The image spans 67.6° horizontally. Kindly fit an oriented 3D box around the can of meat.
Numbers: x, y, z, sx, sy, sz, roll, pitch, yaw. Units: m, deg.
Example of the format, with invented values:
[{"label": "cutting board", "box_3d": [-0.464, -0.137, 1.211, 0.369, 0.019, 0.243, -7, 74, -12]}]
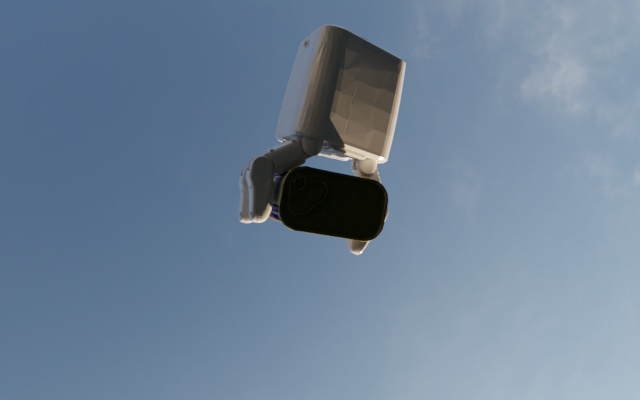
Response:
[{"label": "can of meat", "box_3d": [0.000, 0.002, 0.463, 0.102, 0.057, 0.084, 10, 0, -20]}]
